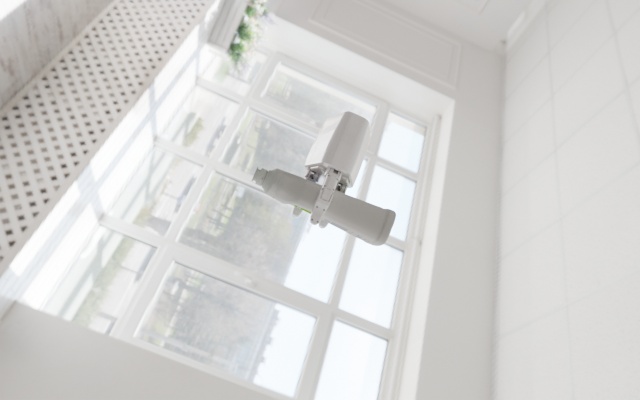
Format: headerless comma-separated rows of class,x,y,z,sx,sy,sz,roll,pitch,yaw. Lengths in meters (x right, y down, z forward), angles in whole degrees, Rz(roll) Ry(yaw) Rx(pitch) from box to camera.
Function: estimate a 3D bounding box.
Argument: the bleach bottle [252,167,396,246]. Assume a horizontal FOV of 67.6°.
bleach bottle,0.000,0.003,0.840,0.251,0.068,0.102,24,-9,-6
